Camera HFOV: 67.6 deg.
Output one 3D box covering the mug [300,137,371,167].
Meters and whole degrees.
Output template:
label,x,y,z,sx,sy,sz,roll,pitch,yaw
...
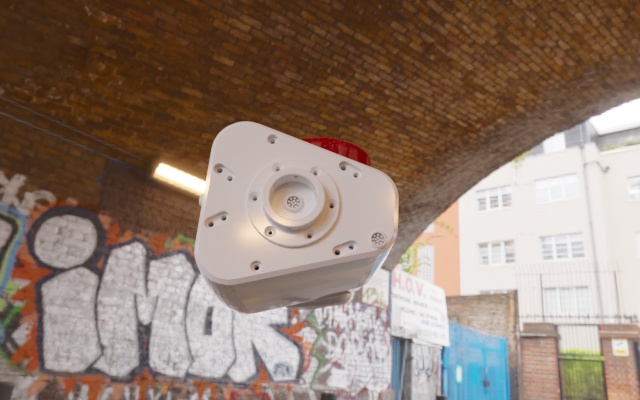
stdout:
label,x,y,z,sx,sy,sz,roll,pitch,yaw
mug,0.000,0.002,0.427,0.093,0.081,0.117,6,-18,-3
